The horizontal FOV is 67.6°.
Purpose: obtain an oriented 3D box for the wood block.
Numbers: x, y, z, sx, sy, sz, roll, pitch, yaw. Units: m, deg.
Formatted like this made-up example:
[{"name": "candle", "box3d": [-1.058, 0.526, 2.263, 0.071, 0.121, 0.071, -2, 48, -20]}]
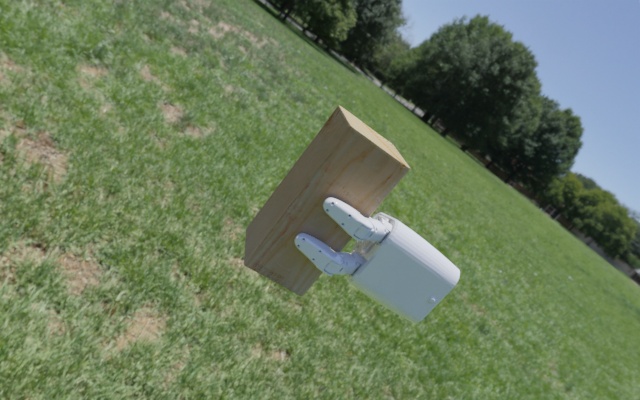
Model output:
[{"name": "wood block", "box3d": [0.000, 0.002, 0.583, 0.090, 0.206, 0.090, 32, 18, -19]}]
